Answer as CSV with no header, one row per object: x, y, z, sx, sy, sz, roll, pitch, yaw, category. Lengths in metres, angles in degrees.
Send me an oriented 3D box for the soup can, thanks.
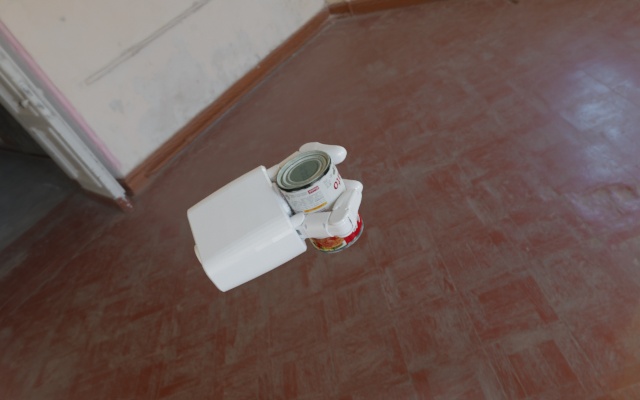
0.000,0.001,0.549,0.068,0.102,0.068,-19,36,14,soup can
